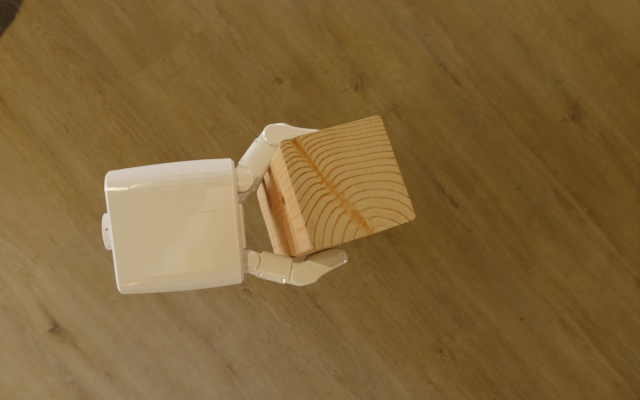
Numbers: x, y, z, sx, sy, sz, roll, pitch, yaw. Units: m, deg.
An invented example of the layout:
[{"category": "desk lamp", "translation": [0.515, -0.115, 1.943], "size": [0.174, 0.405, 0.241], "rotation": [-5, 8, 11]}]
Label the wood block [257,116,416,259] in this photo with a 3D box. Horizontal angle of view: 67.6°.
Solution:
[{"category": "wood block", "translation": [0.000, 0.002, 0.468], "size": [0.090, 0.091, 0.206], "rotation": [-16, -5, -14]}]
